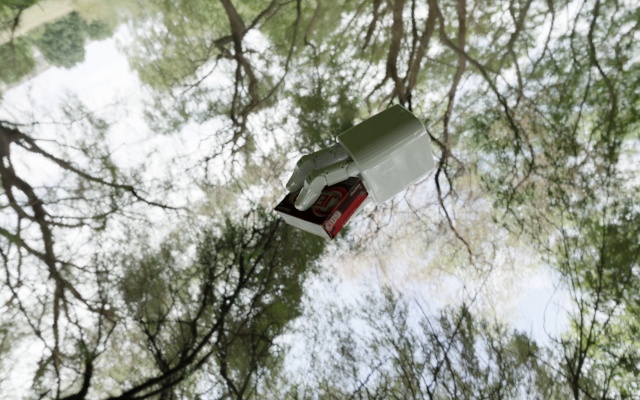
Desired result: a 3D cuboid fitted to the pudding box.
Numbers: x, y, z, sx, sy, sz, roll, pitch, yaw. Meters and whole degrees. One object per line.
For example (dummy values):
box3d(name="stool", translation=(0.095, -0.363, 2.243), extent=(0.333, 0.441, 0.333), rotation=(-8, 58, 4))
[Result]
box3d(name="pudding box", translation=(0.000, 0.002, 0.686), extent=(0.113, 0.090, 0.039), rotation=(13, -35, 50))
